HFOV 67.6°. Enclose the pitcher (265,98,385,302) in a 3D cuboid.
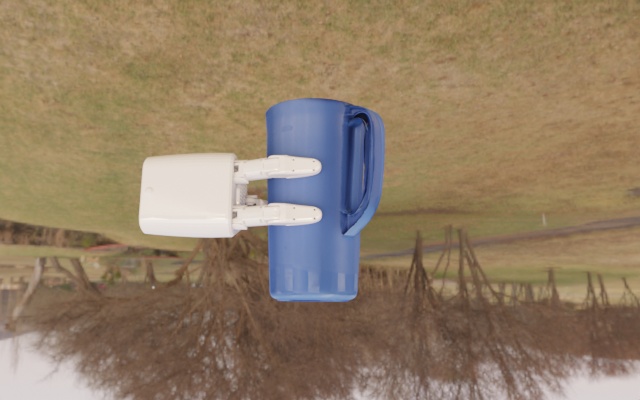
[{"bbox_3d":[0.000,0.002,0.597,0.145,0.242,0.149,1,-10,-1],"label":"pitcher"}]
